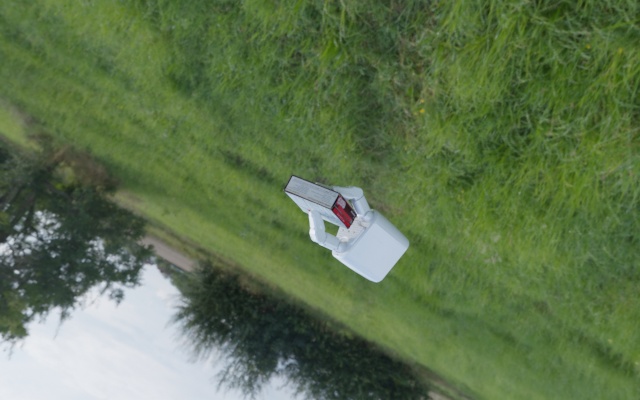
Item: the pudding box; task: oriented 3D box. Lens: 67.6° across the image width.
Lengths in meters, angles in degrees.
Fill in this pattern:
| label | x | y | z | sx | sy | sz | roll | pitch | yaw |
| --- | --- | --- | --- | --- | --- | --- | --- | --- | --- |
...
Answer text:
| label | x | y | z | sx | sy | sz | roll | pitch | yaw |
| --- | --- | --- | --- | --- | --- | --- | --- | --- | --- |
| pudding box | 0.000 | 0.003 | 0.861 | 0.113 | 0.039 | 0.090 | 20 | -17 | 32 |
